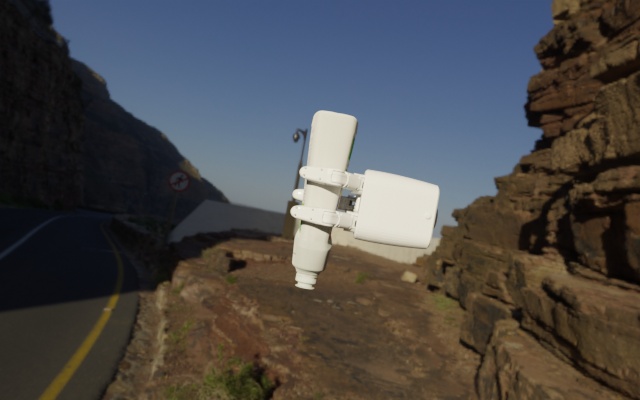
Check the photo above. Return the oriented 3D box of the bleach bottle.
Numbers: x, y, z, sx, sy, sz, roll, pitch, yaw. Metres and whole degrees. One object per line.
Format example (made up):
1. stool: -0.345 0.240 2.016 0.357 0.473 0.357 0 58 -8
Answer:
1. bleach bottle: 0.000 0.002 0.703 0.068 0.251 0.102 11 -1 0
